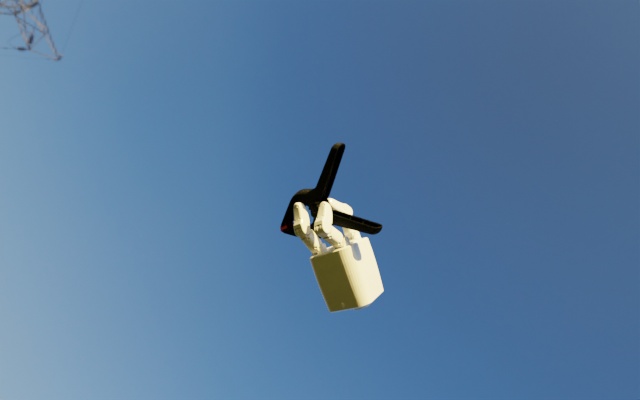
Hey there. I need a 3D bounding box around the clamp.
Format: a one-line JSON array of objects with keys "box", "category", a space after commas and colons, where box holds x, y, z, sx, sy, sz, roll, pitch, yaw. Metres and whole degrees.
[{"box": [0.000, 0.003, 0.847, 0.210, 0.164, 0.036, -21, -5, 40], "category": "clamp"}]
